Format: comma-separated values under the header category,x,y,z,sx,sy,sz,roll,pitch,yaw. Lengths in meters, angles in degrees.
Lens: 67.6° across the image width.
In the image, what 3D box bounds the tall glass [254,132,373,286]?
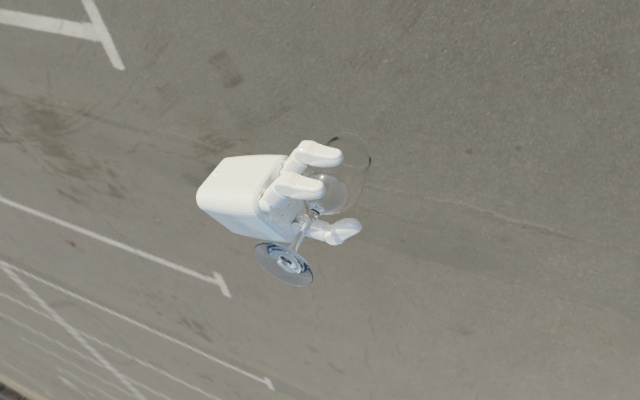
category,x,y,z,sx,sy,sz,roll,pitch,yaw
tall glass,0.000,0.002,0.583,0.079,0.079,0.201,0,44,36
